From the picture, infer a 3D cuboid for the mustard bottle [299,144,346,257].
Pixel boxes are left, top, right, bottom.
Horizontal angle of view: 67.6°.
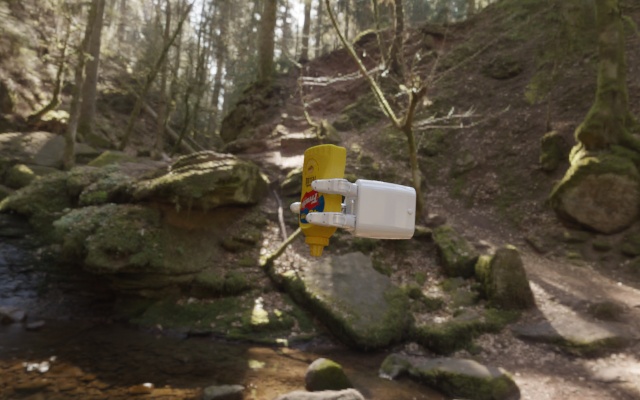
[{"bbox_3d":[0.000,0.002,0.841,0.058,0.191,0.096,10,-9,-34],"label":"mustard bottle"}]
